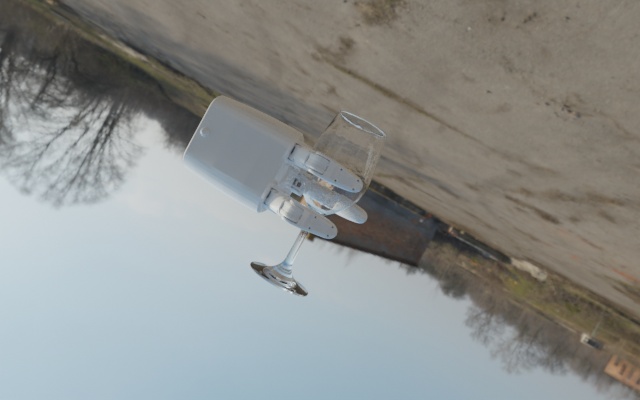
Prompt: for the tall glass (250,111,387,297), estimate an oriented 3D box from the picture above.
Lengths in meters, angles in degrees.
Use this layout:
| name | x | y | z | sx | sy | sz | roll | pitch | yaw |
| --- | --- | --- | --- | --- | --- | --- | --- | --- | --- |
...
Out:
| name | x | y | z | sx | sy | sz | roll | pitch | yaw |
| --- | --- | --- | --- | --- | --- | --- | --- | --- | --- |
| tall glass | 0.000 | 0.002 | 0.537 | 0.079 | 0.201 | 0.079 | 29 | 2 | -1 |
